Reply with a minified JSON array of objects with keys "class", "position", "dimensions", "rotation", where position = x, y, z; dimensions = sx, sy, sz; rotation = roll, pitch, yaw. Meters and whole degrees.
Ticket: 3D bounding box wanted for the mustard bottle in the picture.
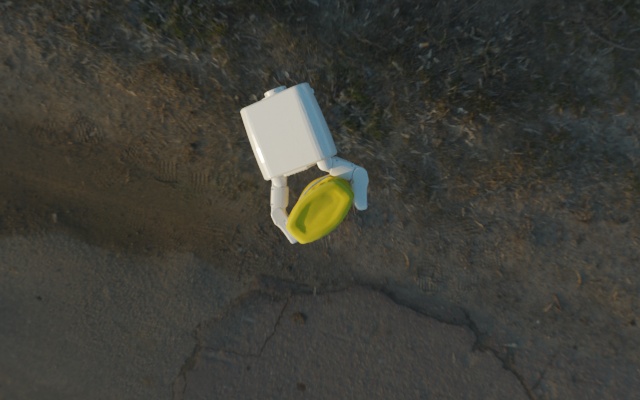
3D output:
[{"class":"mustard bottle","position":[0.000,0.003,0.694],"dimensions":[0.096,0.058,0.191],"rotation":[-45,5,6]}]
